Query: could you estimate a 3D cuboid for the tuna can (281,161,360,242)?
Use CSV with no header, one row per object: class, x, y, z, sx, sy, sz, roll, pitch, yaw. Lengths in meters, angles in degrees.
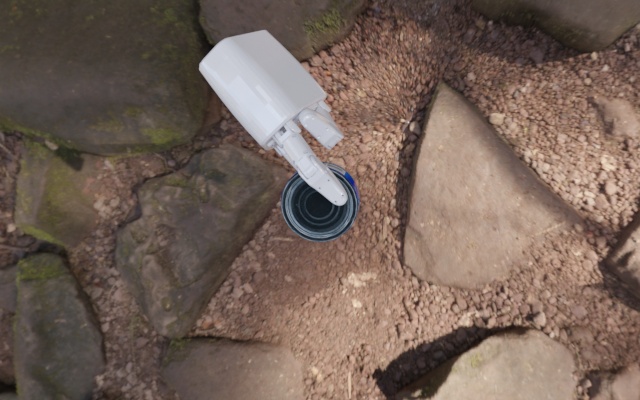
tuna can,0.000,0.002,0.527,0.086,0.086,0.033,0,14,7
